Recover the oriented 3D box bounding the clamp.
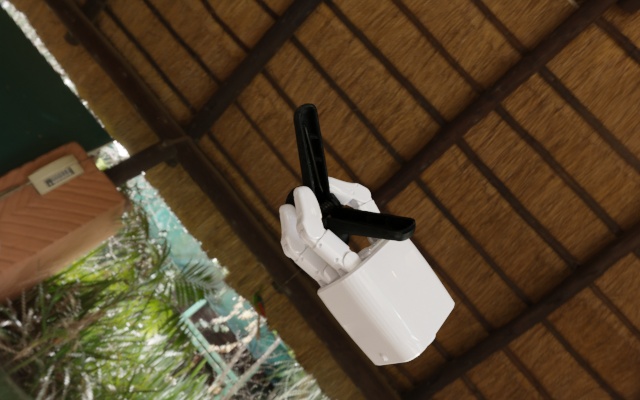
[{"bbox_3d":[0.001,0.002,0.527,0.036,0.164,0.210,-32,-6,-31],"label":"clamp"}]
